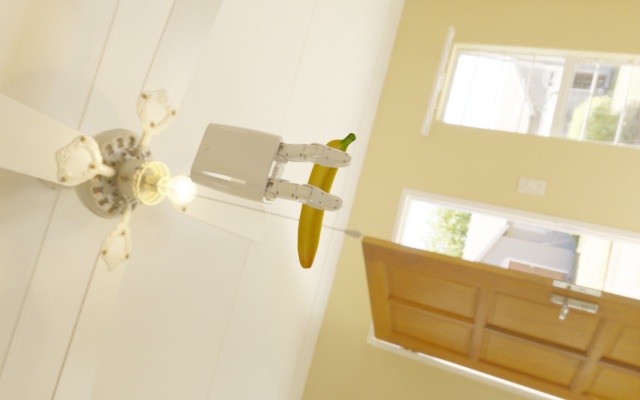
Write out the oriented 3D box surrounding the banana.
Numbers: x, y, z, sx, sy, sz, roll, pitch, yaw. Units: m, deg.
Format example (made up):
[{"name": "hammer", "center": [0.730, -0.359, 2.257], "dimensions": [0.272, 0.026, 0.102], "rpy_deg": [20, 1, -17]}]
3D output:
[{"name": "banana", "center": [-0.003, -0.004, 0.677], "dimensions": [0.037, 0.198, 0.069], "rpy_deg": [16, 6, -14]}]
